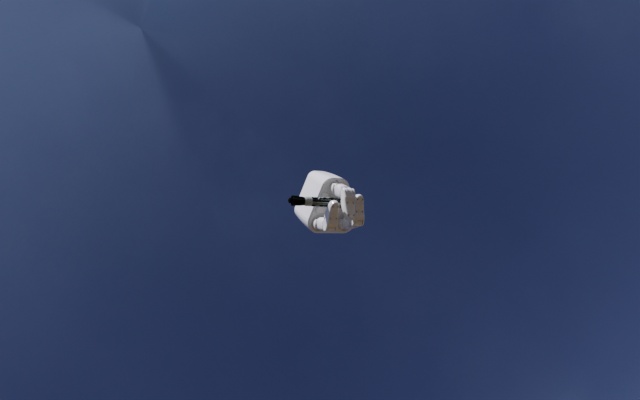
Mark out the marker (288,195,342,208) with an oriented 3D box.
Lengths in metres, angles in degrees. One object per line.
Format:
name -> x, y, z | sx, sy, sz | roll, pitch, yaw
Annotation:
marker -> 0.000, 0.003, 0.864 | 0.121, 0.020, 0.020 | 3, -1, -21
